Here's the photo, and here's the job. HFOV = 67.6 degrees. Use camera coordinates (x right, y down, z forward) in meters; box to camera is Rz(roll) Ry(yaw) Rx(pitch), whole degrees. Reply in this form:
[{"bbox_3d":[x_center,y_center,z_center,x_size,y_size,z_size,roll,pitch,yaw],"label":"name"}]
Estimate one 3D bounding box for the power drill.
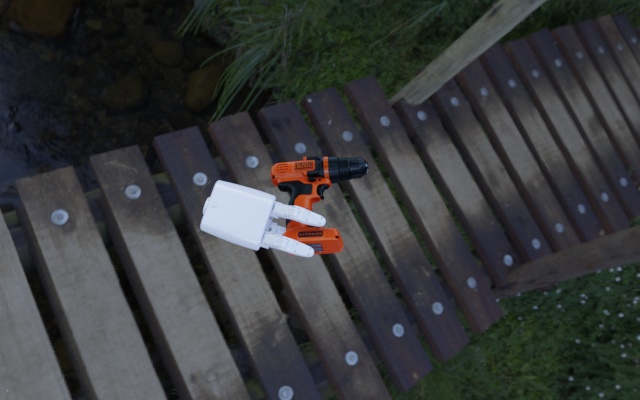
[{"bbox_3d":[0.000,0.003,0.864,0.184,0.187,0.057,-6,-33,7],"label":"power drill"}]
